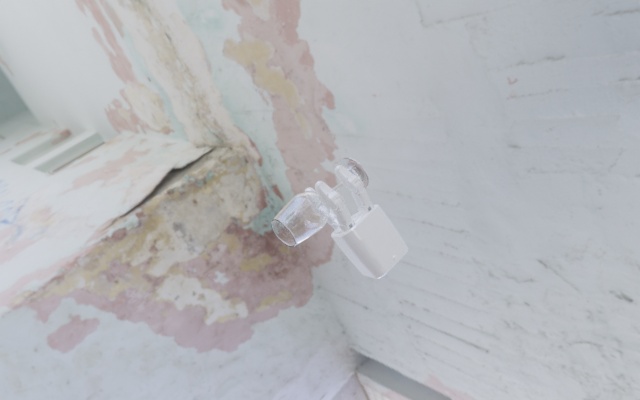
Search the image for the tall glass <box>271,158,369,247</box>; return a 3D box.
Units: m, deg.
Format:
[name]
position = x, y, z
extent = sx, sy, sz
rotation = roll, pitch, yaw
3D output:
[tall glass]
position = 0.000, 0.002, 0.895
extent = 0.201, 0.079, 0.079
rotation = -40, 22, -29
